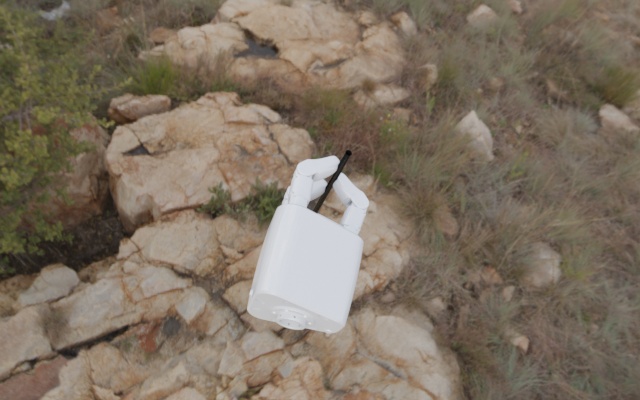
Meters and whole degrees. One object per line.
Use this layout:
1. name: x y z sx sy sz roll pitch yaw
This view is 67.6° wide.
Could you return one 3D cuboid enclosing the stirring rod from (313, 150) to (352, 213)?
1. stirring rod: 0.000 0.002 0.650 0.011 0.011 0.240 0 -28 -18
